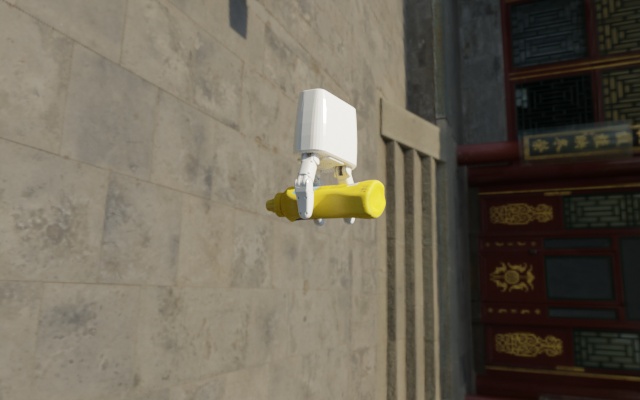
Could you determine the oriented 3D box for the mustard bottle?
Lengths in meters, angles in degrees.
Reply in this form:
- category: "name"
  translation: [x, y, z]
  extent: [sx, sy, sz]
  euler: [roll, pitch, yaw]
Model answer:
- category: "mustard bottle"
  translation: [0.000, 0.003, 0.761]
  extent: [0.191, 0.058, 0.096]
  euler: [-3, 9, 23]
